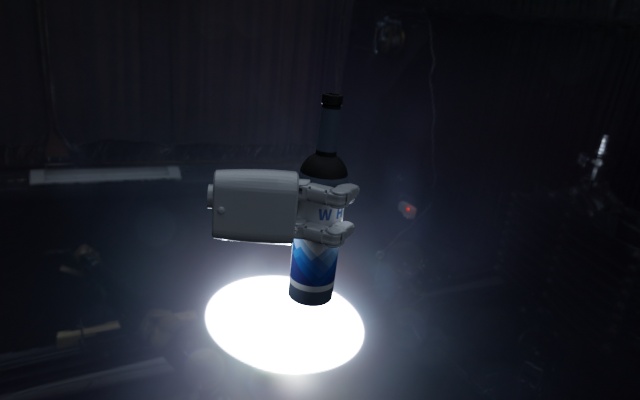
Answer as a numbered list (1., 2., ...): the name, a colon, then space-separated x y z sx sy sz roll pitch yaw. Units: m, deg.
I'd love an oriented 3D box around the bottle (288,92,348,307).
1. bottle: 0.000 0.002 0.656 0.069 0.296 0.069 6 20 -2
